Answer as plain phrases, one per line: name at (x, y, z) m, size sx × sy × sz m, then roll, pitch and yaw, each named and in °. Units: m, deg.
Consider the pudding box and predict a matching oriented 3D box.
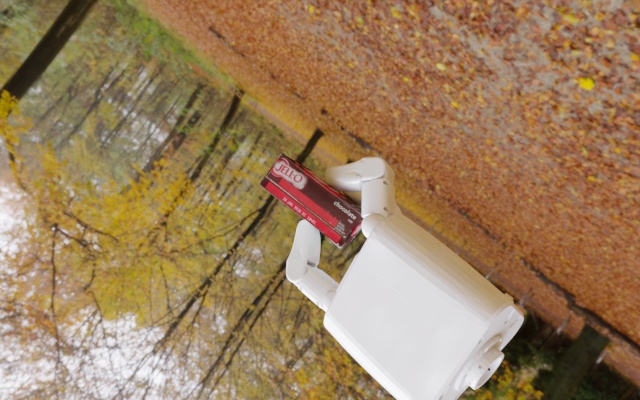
pudding box at (0.000, 0.002, 0.444) m, size 0.090 × 0.039 × 0.113 m, roll 38°, pitch 2°, yaw 8°
